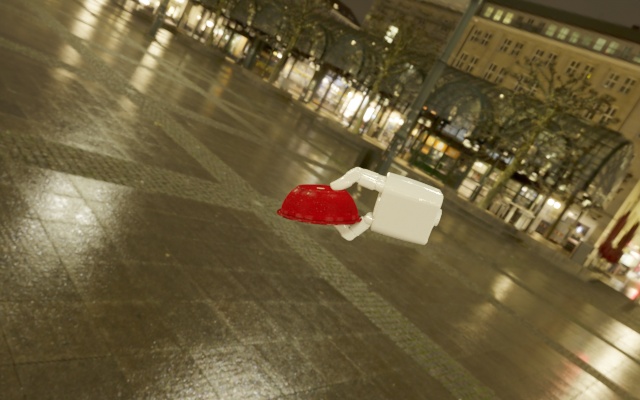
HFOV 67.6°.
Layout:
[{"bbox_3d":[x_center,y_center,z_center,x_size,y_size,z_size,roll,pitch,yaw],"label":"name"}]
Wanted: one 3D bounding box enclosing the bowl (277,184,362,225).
[{"bbox_3d":[-0.001,0.002,0.893,0.162,0.055,0.162,4,9,-1],"label":"bowl"}]
